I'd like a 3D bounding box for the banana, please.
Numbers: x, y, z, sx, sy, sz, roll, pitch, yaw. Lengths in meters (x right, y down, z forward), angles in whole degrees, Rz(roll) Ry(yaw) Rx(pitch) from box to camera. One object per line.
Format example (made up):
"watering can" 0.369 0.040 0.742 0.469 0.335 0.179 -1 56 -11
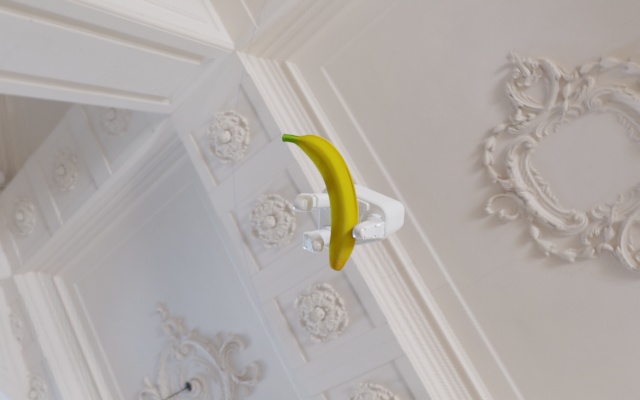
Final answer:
"banana" 0.015 -0.007 0.635 0.069 0.198 0.037 -21 -3 23
